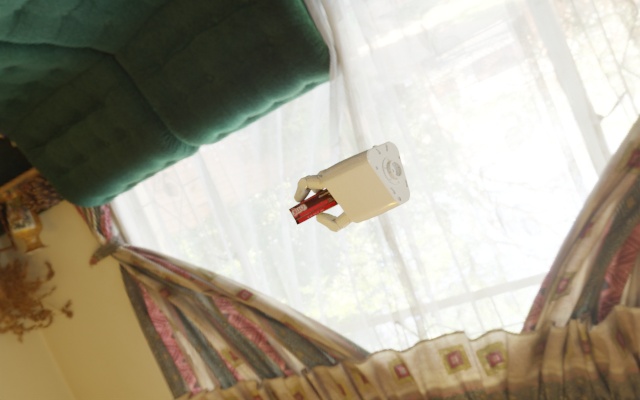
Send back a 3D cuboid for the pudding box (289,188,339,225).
[{"bbox_3d":[0.000,0.003,0.890,0.090,0.039,0.113,-27,-1,15],"label":"pudding box"}]
